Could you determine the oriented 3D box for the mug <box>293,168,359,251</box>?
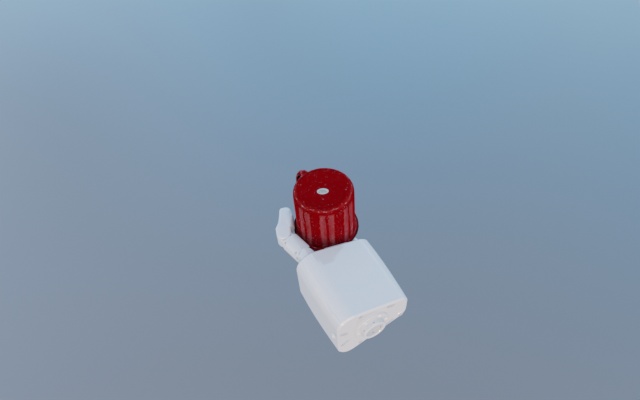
[{"bbox_3d":[-0.001,0.001,0.660,0.093,0.117,0.082,-25,-36,-16],"label":"mug"}]
